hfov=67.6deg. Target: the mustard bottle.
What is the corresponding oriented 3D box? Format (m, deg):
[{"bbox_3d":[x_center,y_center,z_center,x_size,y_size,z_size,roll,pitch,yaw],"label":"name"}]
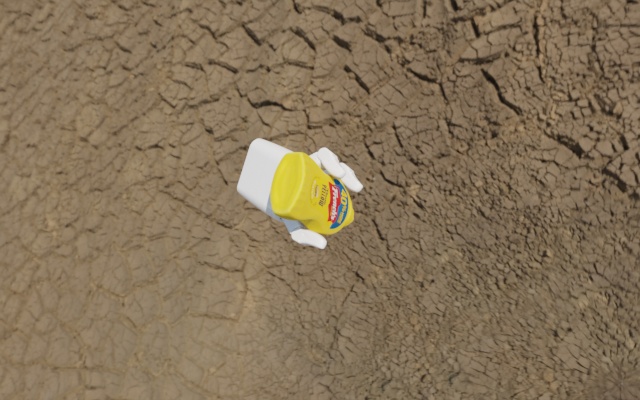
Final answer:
[{"bbox_3d":[0.000,0.002,0.749,0.058,0.096,0.192,0,-18,32],"label":"mustard bottle"}]
